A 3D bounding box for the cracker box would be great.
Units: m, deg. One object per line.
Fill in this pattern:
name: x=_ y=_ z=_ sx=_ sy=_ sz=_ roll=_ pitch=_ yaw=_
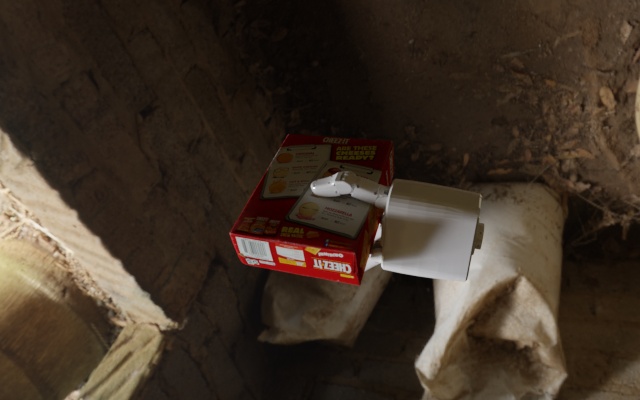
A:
cracker box: x=0.000 y=0.002 z=0.650 sx=0.164 sy=0.072 sz=0.213 roll=7 pitch=45 yaw=18
